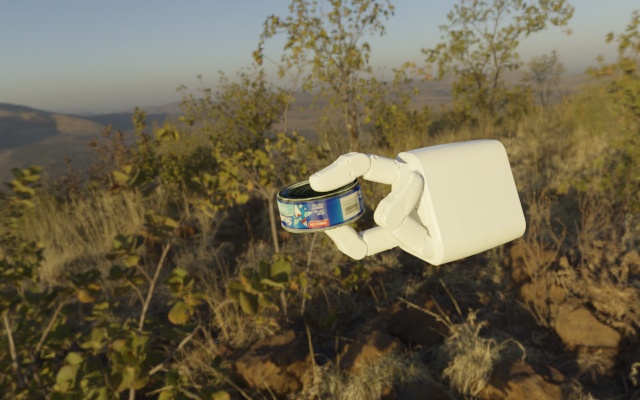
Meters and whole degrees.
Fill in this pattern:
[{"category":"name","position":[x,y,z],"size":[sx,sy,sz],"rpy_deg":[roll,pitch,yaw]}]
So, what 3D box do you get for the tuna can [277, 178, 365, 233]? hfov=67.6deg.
[{"category":"tuna can","position":[0.000,0.001,0.480],"size":[0.086,0.034,0.086],"rpy_deg":[-10,16,3]}]
